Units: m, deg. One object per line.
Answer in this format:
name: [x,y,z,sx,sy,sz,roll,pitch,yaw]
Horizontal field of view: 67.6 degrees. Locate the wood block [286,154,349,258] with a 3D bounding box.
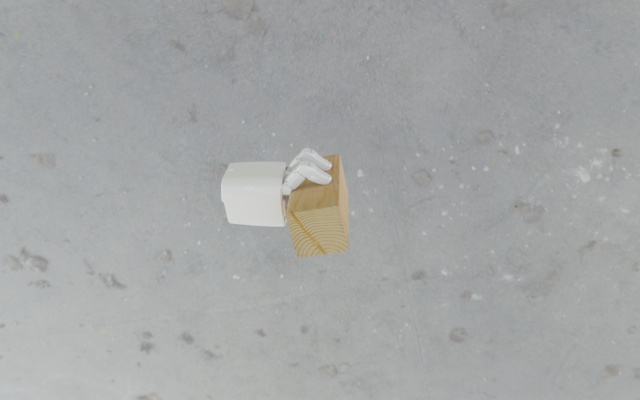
wood block: [0.000,0.003,0.861,0.090,0.091,0.206,-9,28,8]
